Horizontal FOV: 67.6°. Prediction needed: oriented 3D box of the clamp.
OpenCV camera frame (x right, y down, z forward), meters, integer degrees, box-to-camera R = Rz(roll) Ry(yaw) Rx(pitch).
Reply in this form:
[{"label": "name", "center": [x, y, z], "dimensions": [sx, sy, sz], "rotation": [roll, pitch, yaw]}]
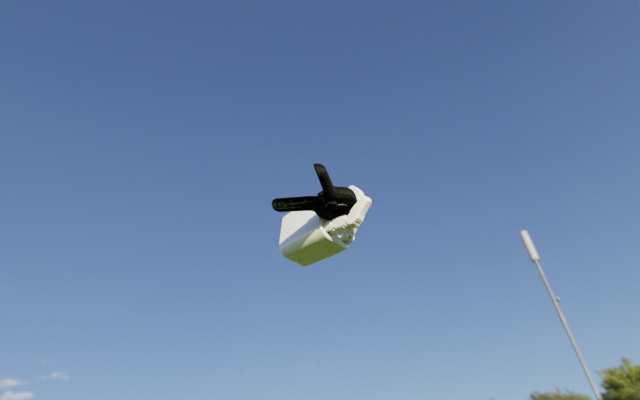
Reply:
[{"label": "clamp", "center": [0.000, 0.002, 0.843], "dimensions": [0.120, 0.039, 0.171], "rotation": [-28, -38, 25]}]
